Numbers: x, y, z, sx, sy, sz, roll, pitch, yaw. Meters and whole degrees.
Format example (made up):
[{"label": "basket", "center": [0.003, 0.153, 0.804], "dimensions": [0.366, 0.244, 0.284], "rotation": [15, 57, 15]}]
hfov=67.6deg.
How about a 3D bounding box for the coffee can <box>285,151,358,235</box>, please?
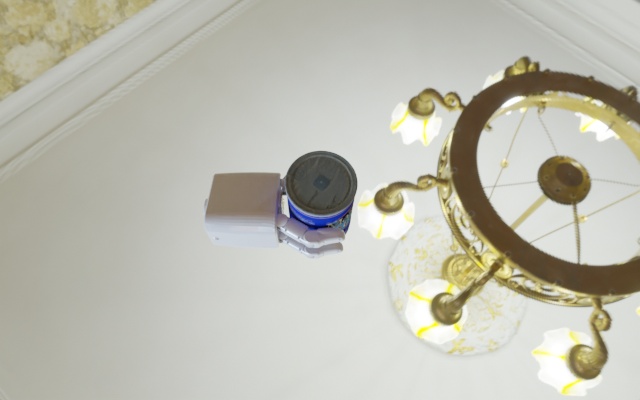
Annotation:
[{"label": "coffee can", "center": [0.000, 0.002, 0.732], "dimensions": [0.103, 0.102, 0.140], "rotation": [0, -24, -1]}]
